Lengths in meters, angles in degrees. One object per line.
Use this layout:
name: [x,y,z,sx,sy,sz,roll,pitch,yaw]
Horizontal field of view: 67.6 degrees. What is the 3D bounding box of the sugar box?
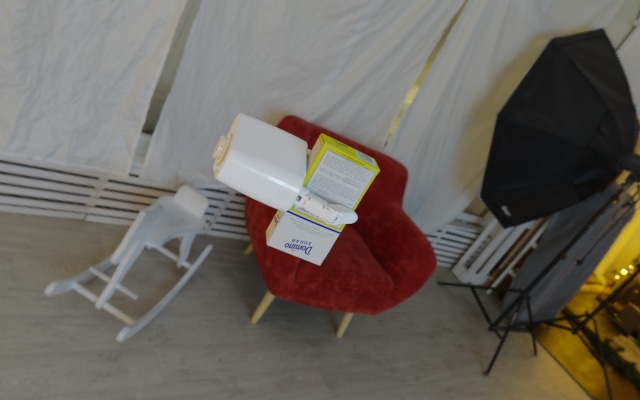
sugar box: [0.000,0.002,0.689,0.093,0.176,0.048,24,24,-19]
